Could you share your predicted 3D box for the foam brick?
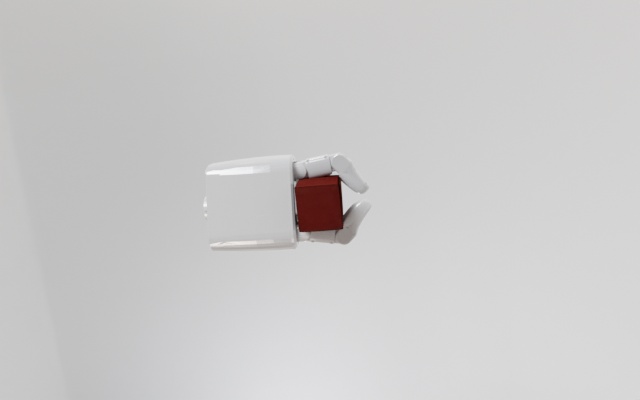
[{"bbox_3d":[0.000,0.002,0.559,0.051,0.053,0.078,-4,11,3],"label":"foam brick"}]
